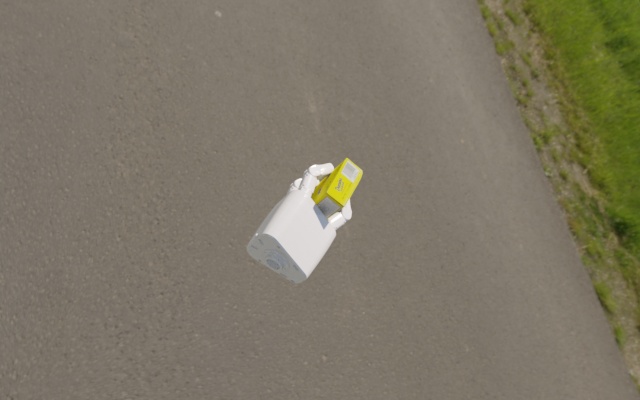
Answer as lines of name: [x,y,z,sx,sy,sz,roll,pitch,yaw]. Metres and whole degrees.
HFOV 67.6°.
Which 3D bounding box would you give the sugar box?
sugar box: [0.000,0.003,0.866,0.048,0.093,0.176,40,-39,-11]
